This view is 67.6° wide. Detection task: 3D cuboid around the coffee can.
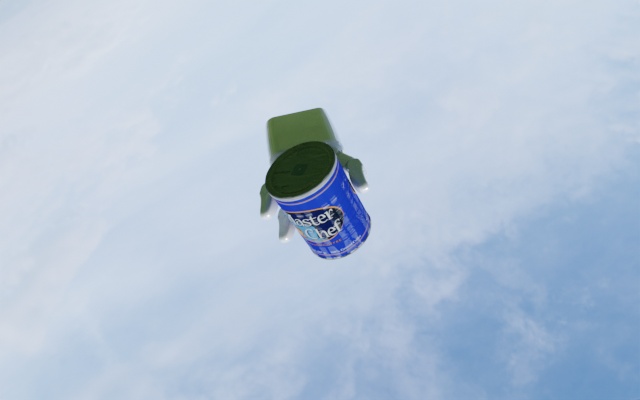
[{"bbox_3d":[0.000,0.002,0.669,0.103,0.102,0.140,0,-39,31],"label":"coffee can"}]
